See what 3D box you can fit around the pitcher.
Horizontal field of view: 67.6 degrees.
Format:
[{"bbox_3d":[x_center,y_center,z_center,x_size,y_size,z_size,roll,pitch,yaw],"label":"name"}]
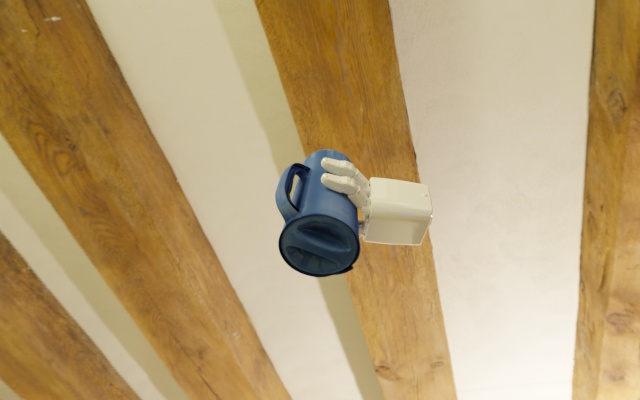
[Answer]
[{"bbox_3d":[0.000,0.003,0.854,0.145,0.149,0.242,6,36,0],"label":"pitcher"}]
